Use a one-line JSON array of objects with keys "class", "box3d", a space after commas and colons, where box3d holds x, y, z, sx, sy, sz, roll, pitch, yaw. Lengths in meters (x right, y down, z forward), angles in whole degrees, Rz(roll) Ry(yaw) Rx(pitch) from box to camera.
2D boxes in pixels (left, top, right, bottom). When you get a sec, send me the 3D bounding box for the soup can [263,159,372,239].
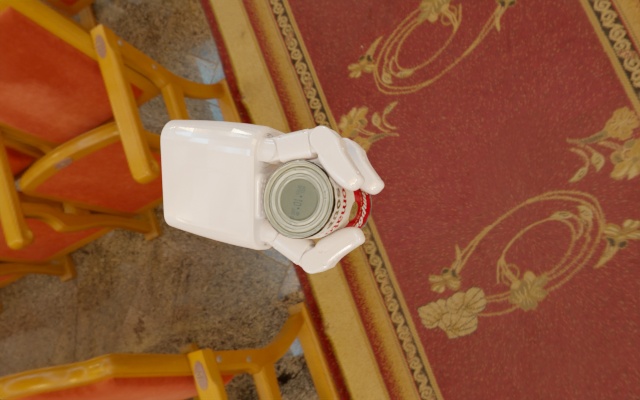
[{"class": "soup can", "box3d": [0.000, 0.002, 0.438, 0.068, 0.068, 0.102, 0, -3, 23]}]
